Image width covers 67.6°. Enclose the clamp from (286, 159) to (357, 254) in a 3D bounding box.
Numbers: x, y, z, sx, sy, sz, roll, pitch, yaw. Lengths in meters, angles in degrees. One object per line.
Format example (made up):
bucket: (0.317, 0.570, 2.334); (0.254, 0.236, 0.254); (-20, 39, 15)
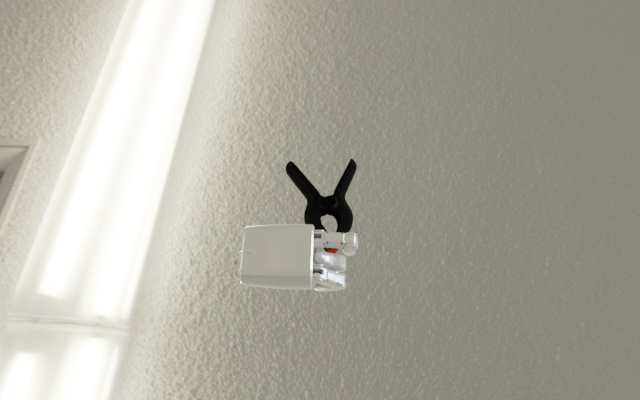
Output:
clamp: (0.000, 0.003, 0.778); (0.120, 0.171, 0.039); (2, -29, -1)
